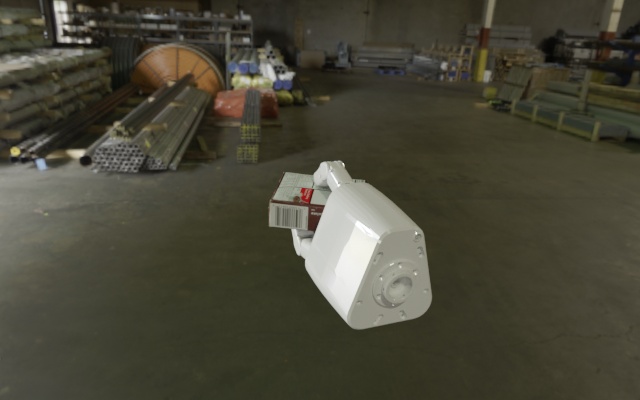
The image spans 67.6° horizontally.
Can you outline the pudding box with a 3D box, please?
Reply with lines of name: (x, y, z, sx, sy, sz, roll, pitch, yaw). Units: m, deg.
pudding box: (0.000, 0.002, 0.585, 0.113, 0.039, 0.090, 7, 25, 4)
